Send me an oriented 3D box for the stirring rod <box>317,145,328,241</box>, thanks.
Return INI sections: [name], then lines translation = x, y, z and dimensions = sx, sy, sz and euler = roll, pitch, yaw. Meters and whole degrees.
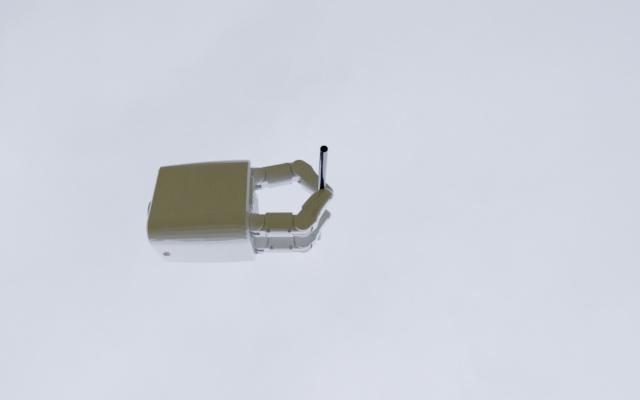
[stirring rod]
translation = 0.000, 0.002, 0.559
dimensions = 0.011, 0.011, 0.240
euler = 0, -25, -2
